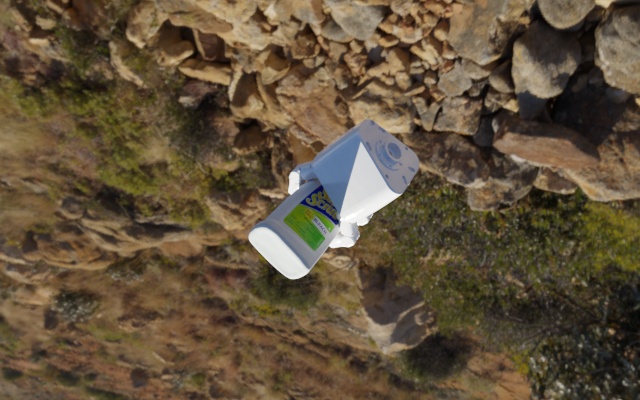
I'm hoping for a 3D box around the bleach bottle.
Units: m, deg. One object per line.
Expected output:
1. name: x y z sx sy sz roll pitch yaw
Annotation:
1. bleach bottle: 0.000 0.003 0.748 0.068 0.102 0.250 -33 14 48
